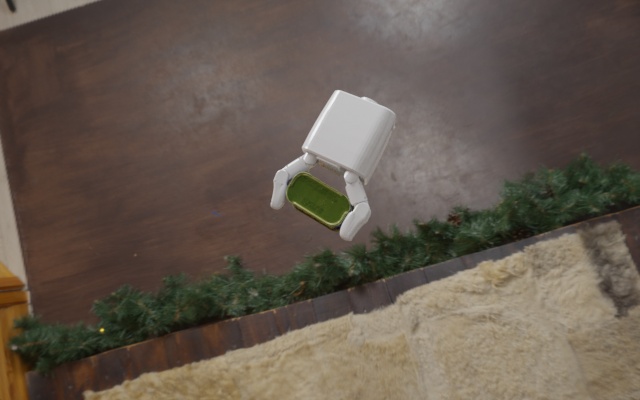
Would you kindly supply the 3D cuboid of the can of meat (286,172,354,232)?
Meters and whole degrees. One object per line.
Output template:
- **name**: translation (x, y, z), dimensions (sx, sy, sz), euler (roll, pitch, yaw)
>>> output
- **can of meat**: translation (0.000, 0.002, 0.730), dimensions (0.102, 0.057, 0.084), euler (31, -3, 8)
